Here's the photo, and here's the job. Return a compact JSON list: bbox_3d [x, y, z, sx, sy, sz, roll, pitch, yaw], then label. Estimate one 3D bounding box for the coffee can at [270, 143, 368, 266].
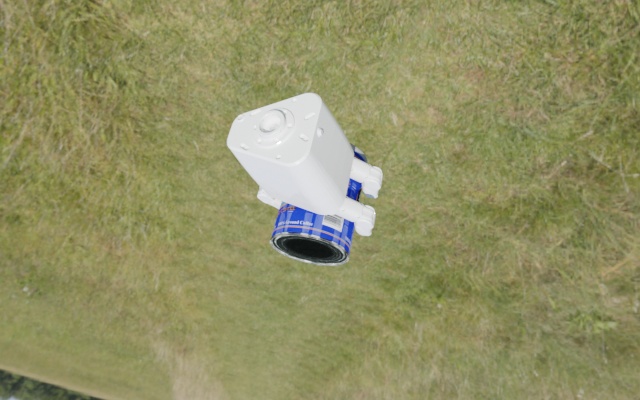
[{"bbox_3d":[0.000,0.002,0.628,0.103,0.140,0.103,11,-24,5],"label":"coffee can"}]
